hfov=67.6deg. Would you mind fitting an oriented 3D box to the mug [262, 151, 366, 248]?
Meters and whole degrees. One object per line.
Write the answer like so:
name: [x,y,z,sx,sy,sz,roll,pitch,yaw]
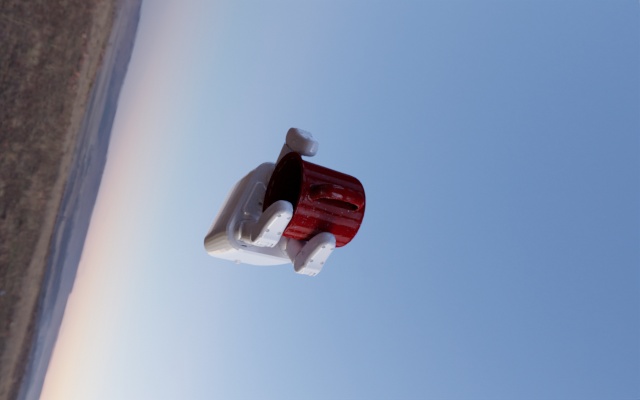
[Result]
mug: [0.001,0.001,0.497,0.081,0.093,0.117,16,-17,-27]
